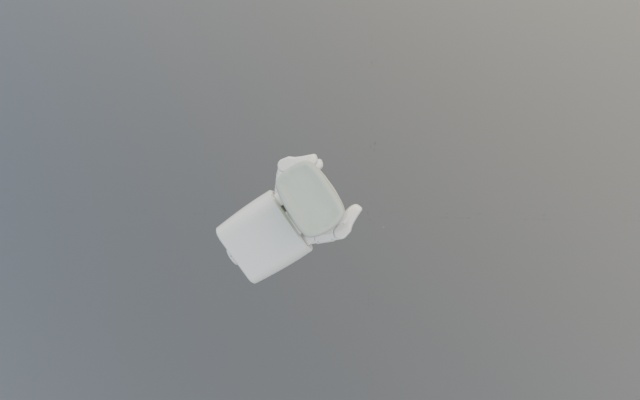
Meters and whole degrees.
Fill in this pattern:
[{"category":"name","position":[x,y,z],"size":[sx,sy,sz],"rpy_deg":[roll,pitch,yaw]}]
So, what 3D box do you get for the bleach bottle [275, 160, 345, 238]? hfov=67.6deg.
[{"category":"bleach bottle","position":[0.000,0.002,0.739],"size":[0.068,0.102,0.251],"rpy_deg":[-33,-7,5]}]
